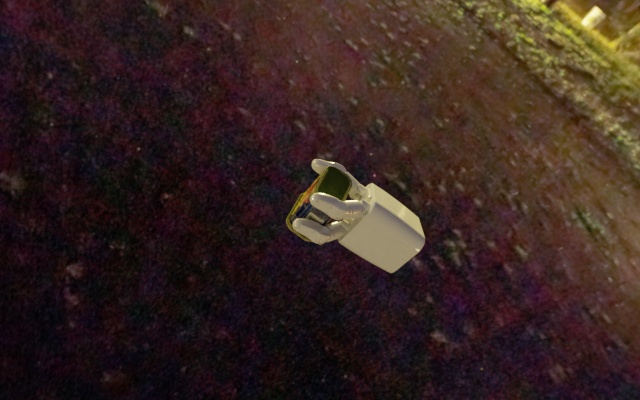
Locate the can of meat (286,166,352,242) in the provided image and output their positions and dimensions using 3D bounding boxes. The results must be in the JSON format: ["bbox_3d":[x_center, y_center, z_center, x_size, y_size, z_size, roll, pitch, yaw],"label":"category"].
[{"bbox_3d":[0.000,0.002,0.762,0.084,0.057,0.102,-48,9,37],"label":"can of meat"}]
